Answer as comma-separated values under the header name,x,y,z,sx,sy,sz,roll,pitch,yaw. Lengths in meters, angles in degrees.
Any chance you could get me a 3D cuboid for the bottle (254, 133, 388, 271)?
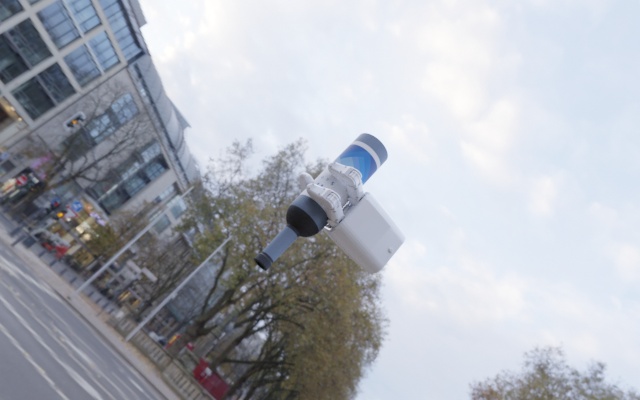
name,x,y,z,sx,sy,sz,roll,pitch,yaw
bottle,0.000,0.002,0.799,0.295,0.069,0.069,-46,22,-23
